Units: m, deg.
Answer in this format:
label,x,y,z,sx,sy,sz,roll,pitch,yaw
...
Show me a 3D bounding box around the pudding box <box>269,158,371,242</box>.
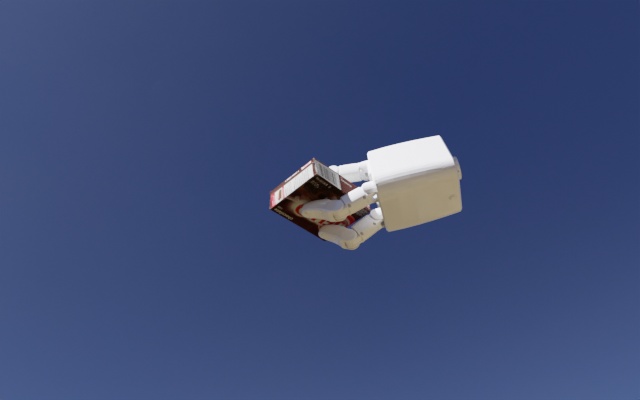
label,x,y,z,sx,sy,sz,roll,pitch,yaw
pudding box,0.000,0.002,0.660,0.090,0.039,0.113,-36,-52,27
